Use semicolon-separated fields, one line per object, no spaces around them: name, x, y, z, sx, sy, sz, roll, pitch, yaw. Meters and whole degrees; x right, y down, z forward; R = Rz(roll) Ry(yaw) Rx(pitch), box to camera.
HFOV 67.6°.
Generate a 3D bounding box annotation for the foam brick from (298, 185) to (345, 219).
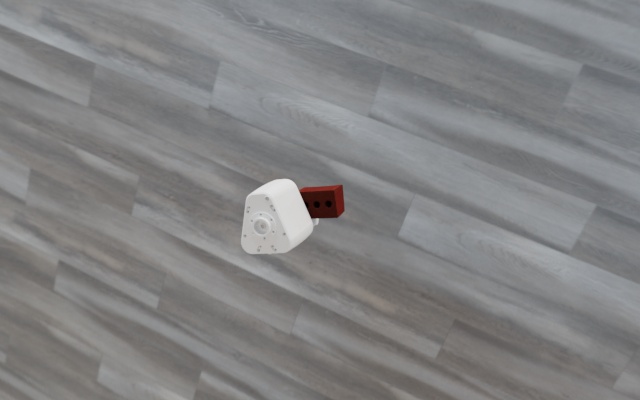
foam brick;0.000;0.003;0.879;0.078;0.053;0.051;-4;11;18
